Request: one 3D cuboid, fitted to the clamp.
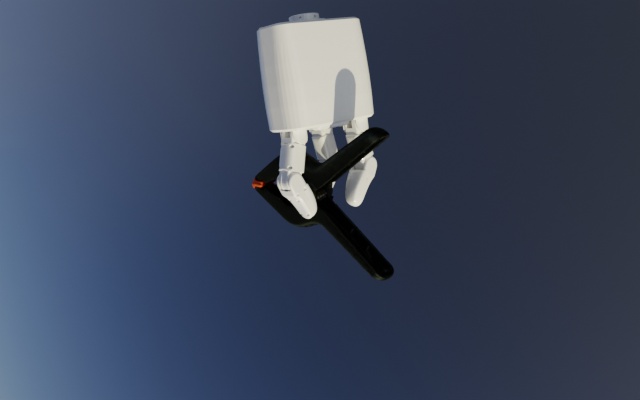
[{"bbox_3d":[-0.001,0.002,0.546,0.210,0.164,0.036,5,20,44],"label":"clamp"}]
